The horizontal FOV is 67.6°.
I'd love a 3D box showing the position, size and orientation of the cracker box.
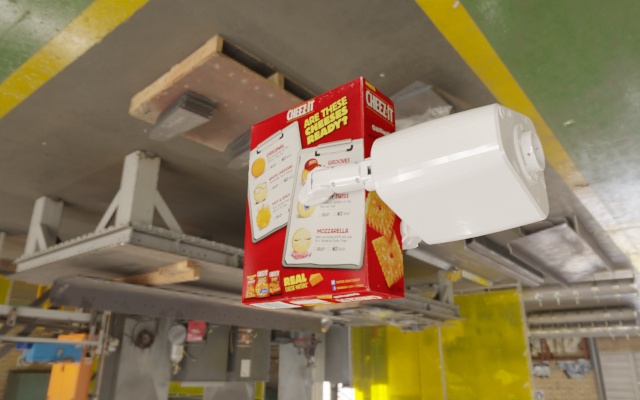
[{"bbox_3d":[0.000,0.002,0.508,0.164,0.213,0.072,-15,-25,37],"label":"cracker box"}]
